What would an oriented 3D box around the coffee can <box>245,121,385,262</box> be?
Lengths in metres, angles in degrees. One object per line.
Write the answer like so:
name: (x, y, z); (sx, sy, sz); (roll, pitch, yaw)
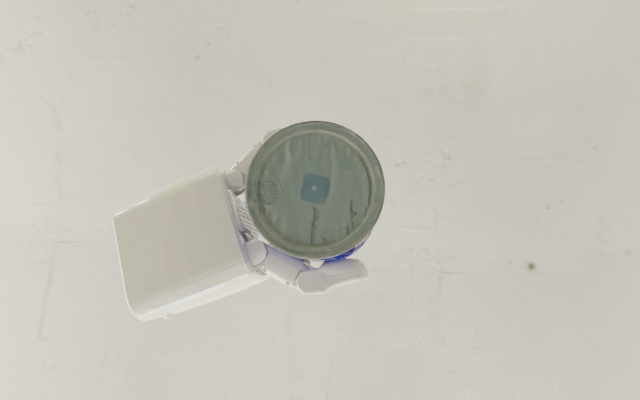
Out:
coffee can: (0.000, 0.001, 0.414); (0.103, 0.103, 0.140); (0, -8, 4)
